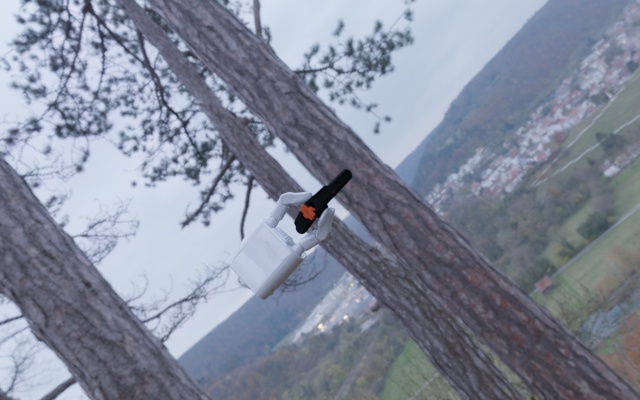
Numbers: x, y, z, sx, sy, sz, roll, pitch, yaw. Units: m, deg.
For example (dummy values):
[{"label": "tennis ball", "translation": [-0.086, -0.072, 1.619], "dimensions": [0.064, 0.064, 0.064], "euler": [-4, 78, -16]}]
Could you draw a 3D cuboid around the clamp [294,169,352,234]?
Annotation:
[{"label": "clamp", "translation": [-0.001, 0.003, 0.882], "dimensions": [0.036, 0.164, 0.210], "euler": [39, 3, 3]}]
